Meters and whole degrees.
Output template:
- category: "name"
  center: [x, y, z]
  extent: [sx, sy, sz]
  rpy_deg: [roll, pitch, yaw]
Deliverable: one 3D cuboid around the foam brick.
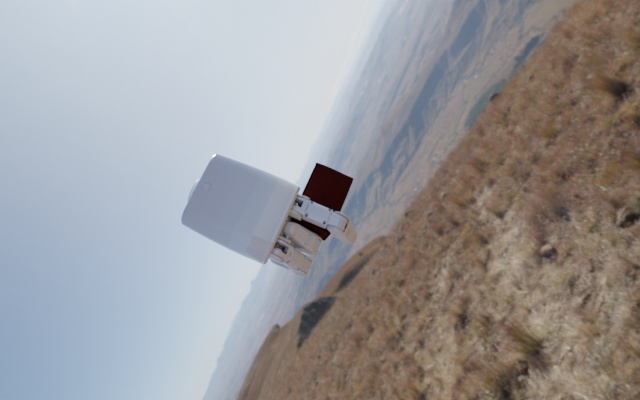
- category: "foam brick"
  center: [0.000, 0.002, 0.592]
  extent: [0.051, 0.078, 0.053]
  rpy_deg: [24, -17, -2]
